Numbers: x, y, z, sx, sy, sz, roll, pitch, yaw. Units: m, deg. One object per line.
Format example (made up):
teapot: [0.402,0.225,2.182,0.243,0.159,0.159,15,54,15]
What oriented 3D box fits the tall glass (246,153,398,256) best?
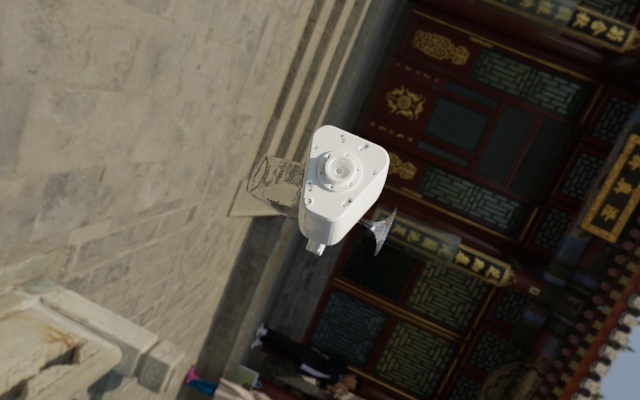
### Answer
tall glass: [0.001,0.003,0.664,0.201,0.079,0.079,24,3,6]
